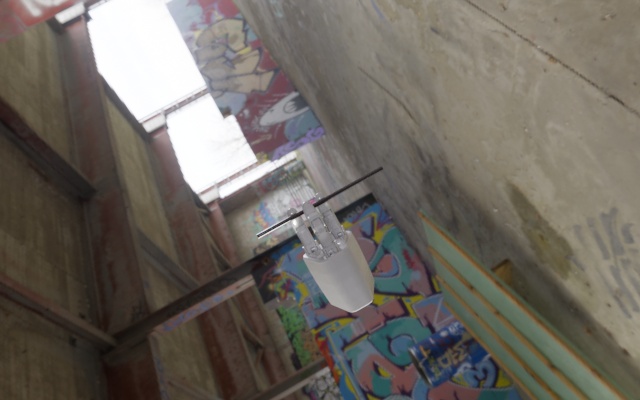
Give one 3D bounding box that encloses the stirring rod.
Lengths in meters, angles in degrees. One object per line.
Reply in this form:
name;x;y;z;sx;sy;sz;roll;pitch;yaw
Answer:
stirring rod;0.000;0.003;0.806;0.239;0.011;0.011;-29;2;-3
